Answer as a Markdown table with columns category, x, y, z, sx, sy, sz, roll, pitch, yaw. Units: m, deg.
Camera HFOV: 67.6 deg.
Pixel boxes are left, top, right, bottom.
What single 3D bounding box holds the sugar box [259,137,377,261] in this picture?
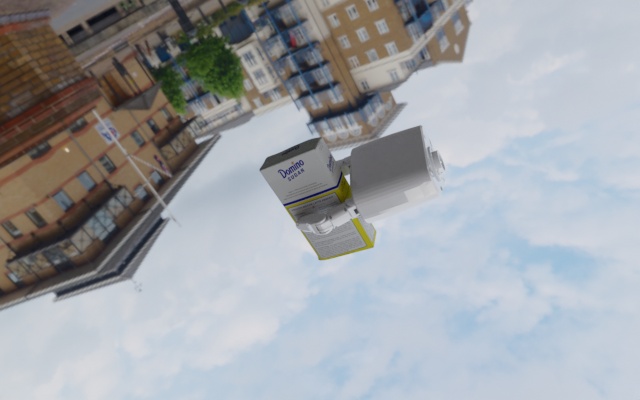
| category | x | y | z | sx | sy | sz | roll | pitch | yaw |
| --- | --- | --- | --- | --- | --- | --- | --- | --- | --- |
| sugar box | 0.000 | 0.002 | 0.679 | 0.093 | 0.176 | 0.048 | -18 | 26 | 25 |
